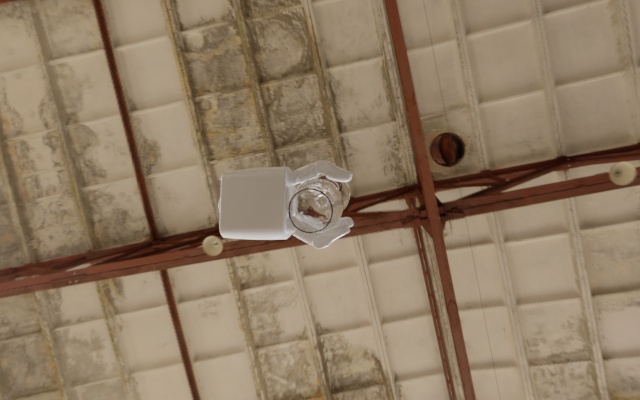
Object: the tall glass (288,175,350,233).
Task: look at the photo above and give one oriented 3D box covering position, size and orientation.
[{"bbox_3d":[0.000,0.002,0.741,0.079,0.079,0.201,0,7,8],"label":"tall glass"}]
